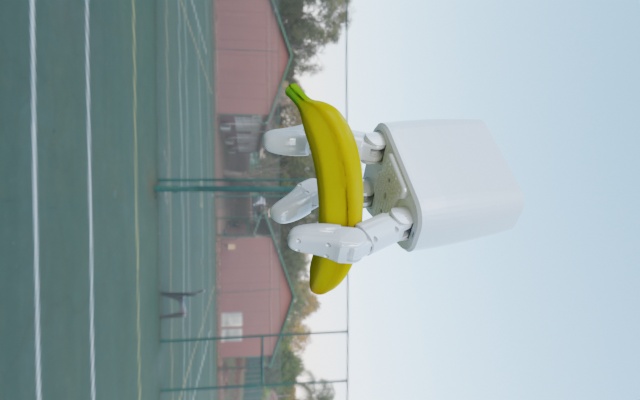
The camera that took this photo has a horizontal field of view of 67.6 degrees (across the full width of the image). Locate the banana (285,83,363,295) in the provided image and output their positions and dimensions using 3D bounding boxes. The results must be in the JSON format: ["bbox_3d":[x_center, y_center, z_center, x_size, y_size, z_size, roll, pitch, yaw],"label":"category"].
[{"bbox_3d":[0.009,0.004,0.401,0.037,0.198,0.069,-15,23,-25],"label":"banana"}]
